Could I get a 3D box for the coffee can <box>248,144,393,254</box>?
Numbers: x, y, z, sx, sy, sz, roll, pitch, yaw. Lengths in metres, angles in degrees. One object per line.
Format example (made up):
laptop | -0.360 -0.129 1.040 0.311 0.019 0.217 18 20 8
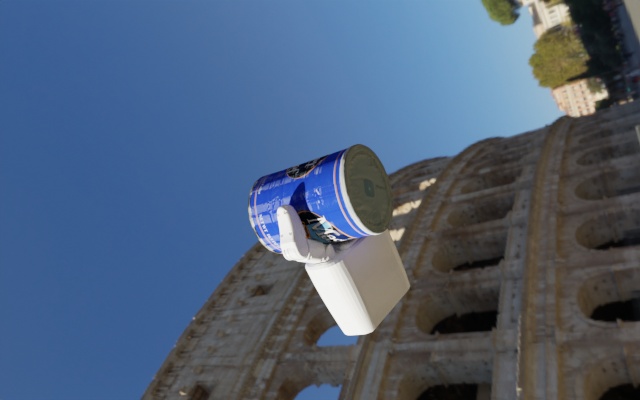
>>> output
coffee can | 0.000 0.002 0.566 0.140 0.103 0.103 -15 -9 34
